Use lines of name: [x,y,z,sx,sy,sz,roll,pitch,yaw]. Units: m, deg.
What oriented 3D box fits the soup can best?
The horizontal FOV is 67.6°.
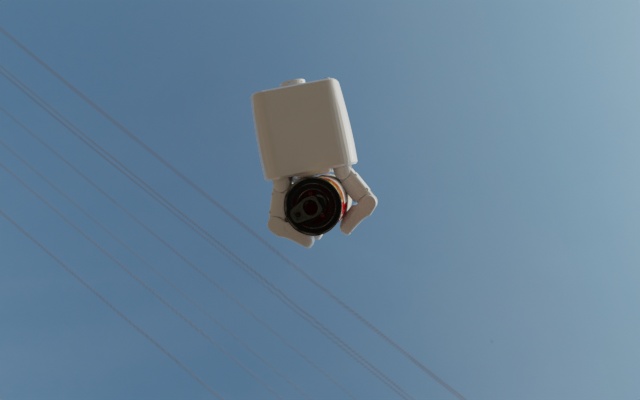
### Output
soup can: [0.000,0.002,0.587,0.068,0.068,0.102,0,5,11]
